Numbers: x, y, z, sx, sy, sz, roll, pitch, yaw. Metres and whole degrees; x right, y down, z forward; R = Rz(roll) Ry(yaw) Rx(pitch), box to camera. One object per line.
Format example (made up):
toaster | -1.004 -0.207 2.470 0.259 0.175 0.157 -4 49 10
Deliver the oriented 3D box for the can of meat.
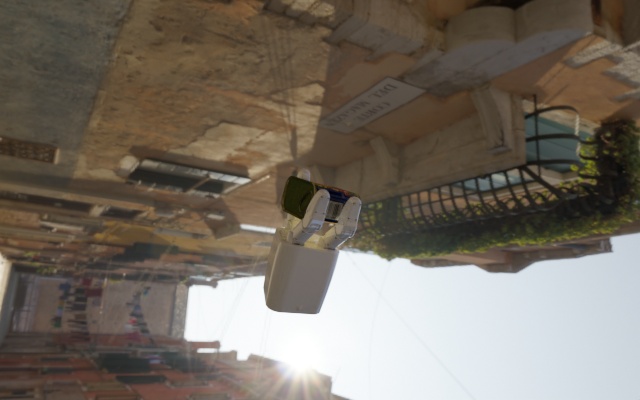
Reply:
can of meat | 0.000 0.002 0.729 0.084 0.057 0.102 12 5 -29
